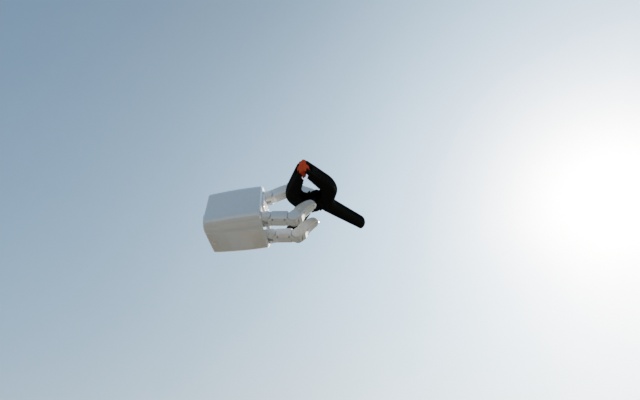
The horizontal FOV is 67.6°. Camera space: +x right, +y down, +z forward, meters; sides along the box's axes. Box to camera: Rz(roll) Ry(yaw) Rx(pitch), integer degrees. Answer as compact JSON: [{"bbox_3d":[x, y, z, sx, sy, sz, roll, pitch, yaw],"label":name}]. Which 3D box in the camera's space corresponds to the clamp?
[{"bbox_3d":[0.000,0.002,0.897,0.164,0.036,0.210,-7,-40,1],"label":"clamp"}]
